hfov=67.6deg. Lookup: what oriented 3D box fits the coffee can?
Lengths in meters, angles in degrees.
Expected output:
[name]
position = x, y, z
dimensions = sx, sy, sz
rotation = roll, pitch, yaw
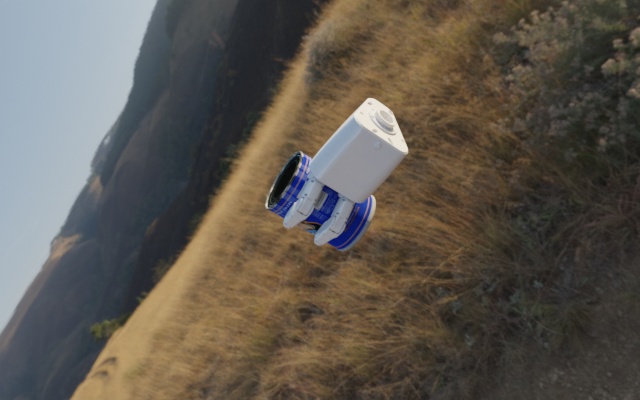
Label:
[coffee can]
position = 0.000, 0.003, 0.745
dimensions = 0.140, 0.103, 0.103
rotation = 31, -10, -17
